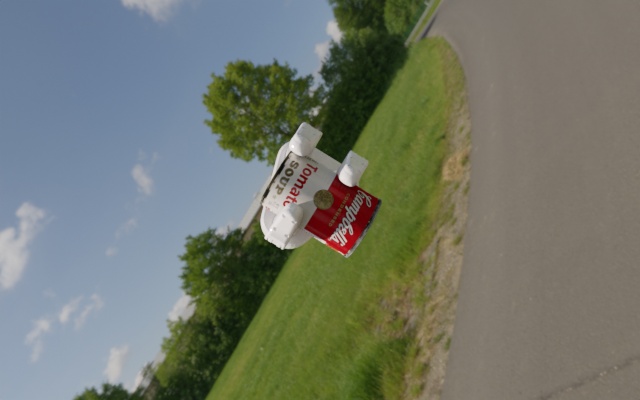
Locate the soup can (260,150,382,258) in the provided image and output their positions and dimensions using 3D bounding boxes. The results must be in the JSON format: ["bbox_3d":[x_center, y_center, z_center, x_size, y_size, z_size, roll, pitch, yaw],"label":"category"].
[{"bbox_3d":[0.000,0.001,0.474,0.102,0.068,0.068,32,-1,-2],"label":"soup can"}]
